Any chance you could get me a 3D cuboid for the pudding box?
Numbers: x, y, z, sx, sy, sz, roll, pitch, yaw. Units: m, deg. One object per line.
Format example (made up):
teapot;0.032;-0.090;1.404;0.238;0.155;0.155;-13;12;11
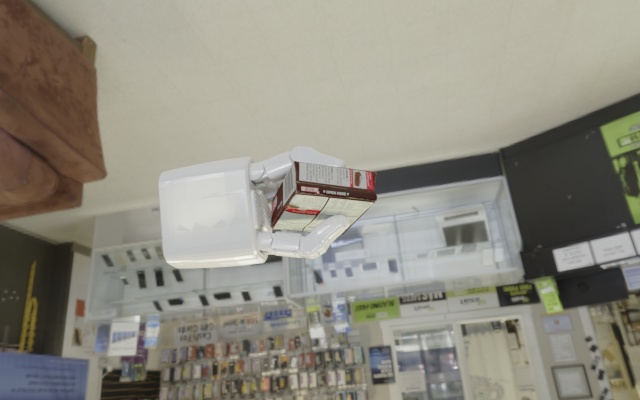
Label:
pudding box;0.000;0.002;0.526;0.090;0.039;0.113;6;-23;-16
